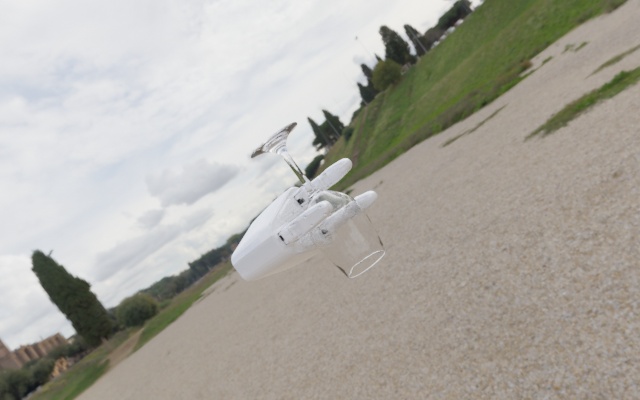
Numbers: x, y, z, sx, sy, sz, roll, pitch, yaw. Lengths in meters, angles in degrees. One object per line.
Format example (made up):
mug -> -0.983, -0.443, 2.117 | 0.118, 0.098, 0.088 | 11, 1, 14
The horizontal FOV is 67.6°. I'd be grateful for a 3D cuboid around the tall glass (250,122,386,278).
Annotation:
tall glass -> 0.000, 0.001, 0.611 | 0.079, 0.201, 0.079 | -37, 1, 0
